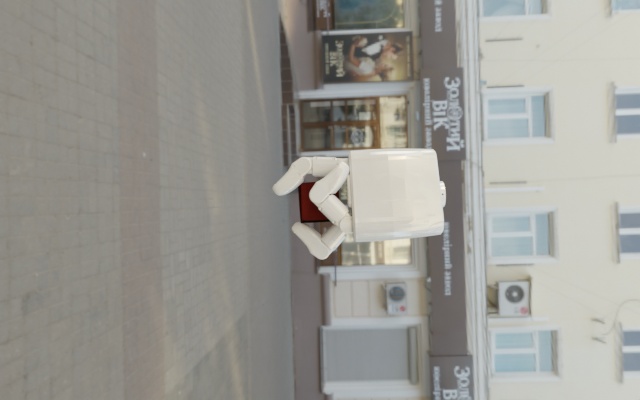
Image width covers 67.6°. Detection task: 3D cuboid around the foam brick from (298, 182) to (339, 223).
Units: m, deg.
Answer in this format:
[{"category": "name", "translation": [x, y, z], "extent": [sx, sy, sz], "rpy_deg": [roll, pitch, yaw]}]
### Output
[{"category": "foam brick", "translation": [0.000, 0.002, 0.632], "extent": [0.051, 0.053, 0.078], "rpy_deg": [-4, 1, 2]}]
